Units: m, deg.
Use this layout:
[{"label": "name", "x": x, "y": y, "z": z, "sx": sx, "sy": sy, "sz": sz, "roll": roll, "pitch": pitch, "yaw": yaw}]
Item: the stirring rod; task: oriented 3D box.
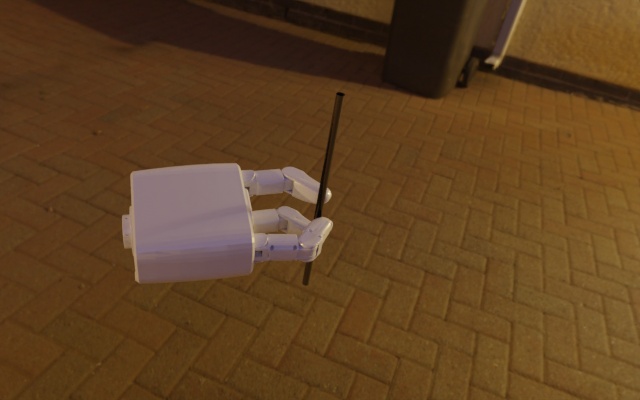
[{"label": "stirring rod", "x": 0.000, "y": 0.002, "z": 0.495, "sx": 0.011, "sy": 0.240, "sz": 0.011, "roll": 7, "pitch": 36, "yaw": -5}]
